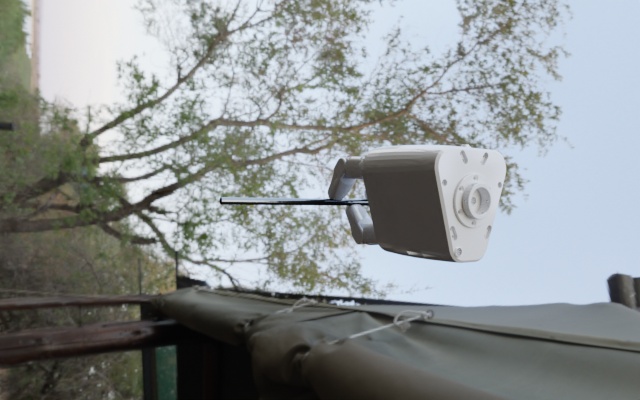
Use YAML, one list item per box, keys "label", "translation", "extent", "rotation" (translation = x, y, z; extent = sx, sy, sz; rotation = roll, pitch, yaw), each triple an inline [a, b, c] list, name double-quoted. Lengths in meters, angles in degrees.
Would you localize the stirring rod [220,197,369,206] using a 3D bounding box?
- label: "stirring rod"
  translation: [0.000, 0.002, 0.556]
  extent: [0.239, 0.011, 0.011]
  rotation: [1, 0, -31]
